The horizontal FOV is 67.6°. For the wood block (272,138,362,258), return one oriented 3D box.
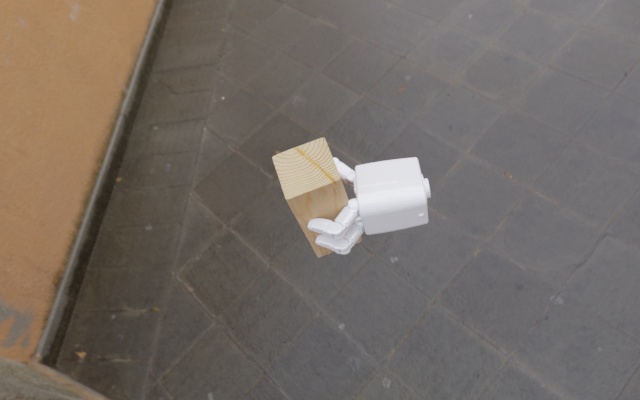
[{"bbox_3d":[0.000,0.002,0.805,0.090,0.090,0.206,-21,-34,2],"label":"wood block"}]
